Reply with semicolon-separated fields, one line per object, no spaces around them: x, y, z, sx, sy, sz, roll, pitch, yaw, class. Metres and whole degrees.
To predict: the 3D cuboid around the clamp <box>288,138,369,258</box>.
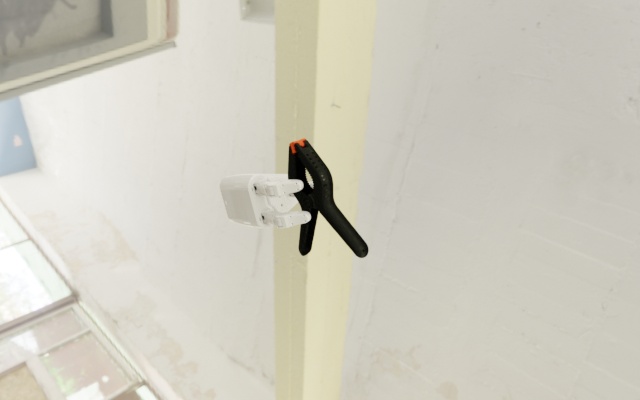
0.000;0.002;0.781;0.036;0.210;0.164;-25;18;-39;clamp
